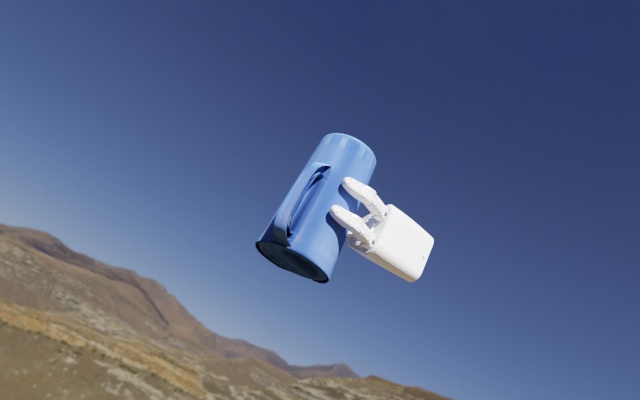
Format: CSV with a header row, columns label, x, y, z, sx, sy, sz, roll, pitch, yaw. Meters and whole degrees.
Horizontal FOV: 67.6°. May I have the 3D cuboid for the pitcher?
label,x,y,z,sx,sy,sz,roll,pitch,yaw
pitcher,0.000,0.003,0.804,0.145,0.242,0.149,34,-24,-17
